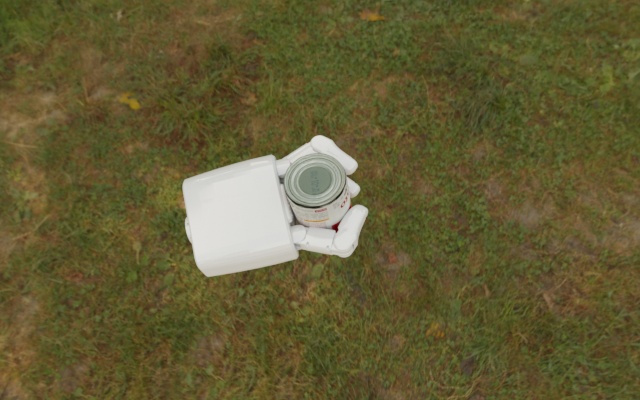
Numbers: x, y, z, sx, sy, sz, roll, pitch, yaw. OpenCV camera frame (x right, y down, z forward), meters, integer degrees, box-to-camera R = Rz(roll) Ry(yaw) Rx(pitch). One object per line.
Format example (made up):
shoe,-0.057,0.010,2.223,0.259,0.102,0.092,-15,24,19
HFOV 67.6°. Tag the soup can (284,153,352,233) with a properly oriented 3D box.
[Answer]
soup can,0.001,0.002,0.533,0.068,0.068,0.102,0,-29,9
